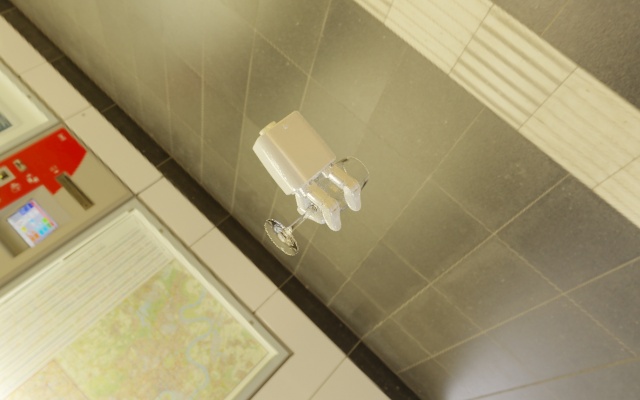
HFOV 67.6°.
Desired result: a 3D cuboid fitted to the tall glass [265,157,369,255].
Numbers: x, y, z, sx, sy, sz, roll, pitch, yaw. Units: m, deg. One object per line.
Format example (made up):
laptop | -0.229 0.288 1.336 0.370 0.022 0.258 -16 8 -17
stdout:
tall glass | 0.000 0.003 0.827 0.201 0.079 0.079 -41 23 -29
